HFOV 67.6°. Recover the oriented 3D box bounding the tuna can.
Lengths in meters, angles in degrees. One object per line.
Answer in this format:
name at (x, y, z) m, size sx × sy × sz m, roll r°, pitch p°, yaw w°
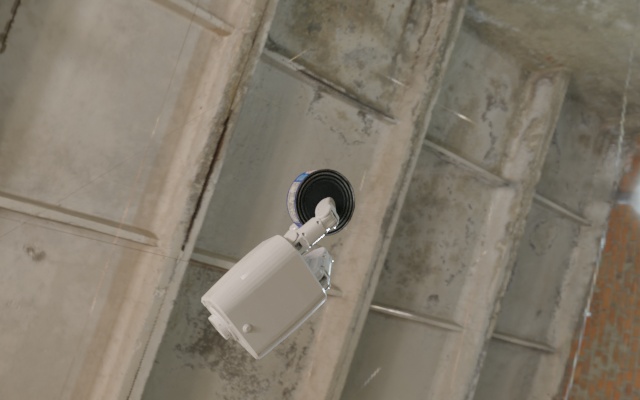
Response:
tuna can at (0.000, 0.002, 0.620) m, size 0.086 × 0.086 × 0.034 m, roll 0°, pitch 2°, yaw -27°
